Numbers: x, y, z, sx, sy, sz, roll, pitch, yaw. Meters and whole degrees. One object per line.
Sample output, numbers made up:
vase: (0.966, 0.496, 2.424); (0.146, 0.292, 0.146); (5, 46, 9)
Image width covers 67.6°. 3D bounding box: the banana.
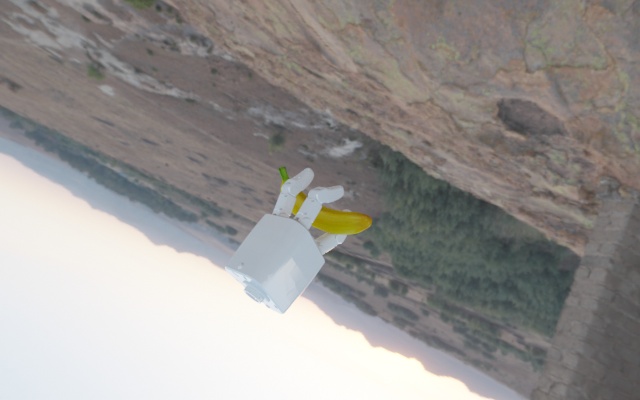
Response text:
banana: (-0.002, 0.015, 0.768); (0.197, 0.070, 0.037); (29, 50, 31)
